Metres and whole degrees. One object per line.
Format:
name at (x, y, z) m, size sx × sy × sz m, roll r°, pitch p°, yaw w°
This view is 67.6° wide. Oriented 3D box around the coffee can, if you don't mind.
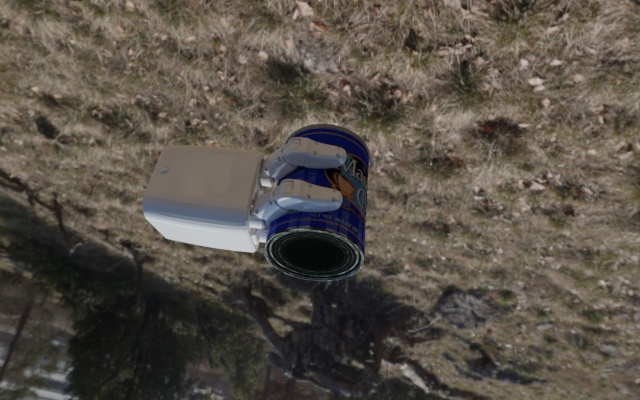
coffee can at (0.000, 0.002, 0.522) m, size 0.103 × 0.140 × 0.103 m, roll 5°, pitch -37°, yaw 3°
